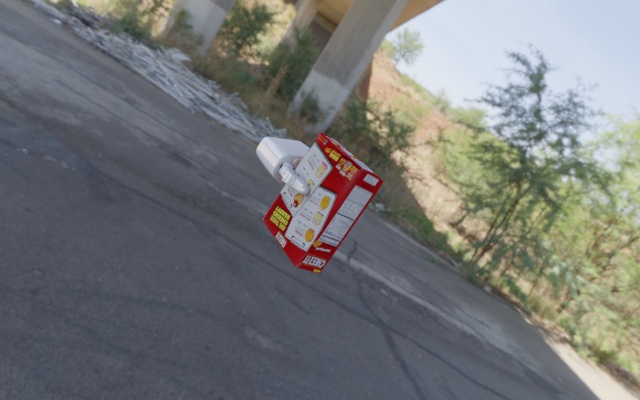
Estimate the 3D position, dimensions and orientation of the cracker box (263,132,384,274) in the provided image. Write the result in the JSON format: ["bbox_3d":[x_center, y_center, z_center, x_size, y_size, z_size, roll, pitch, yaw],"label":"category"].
[{"bbox_3d":[0.000,0.003,0.897,0.072,0.214,0.164,23,16,-40],"label":"cracker box"}]
